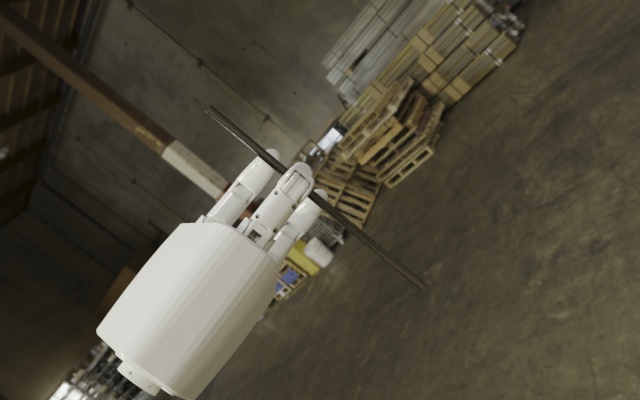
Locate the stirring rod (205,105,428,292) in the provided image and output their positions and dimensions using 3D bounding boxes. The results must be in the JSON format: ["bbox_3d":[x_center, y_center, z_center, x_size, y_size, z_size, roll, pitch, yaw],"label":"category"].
[{"bbox_3d":[0.000,0.001,0.406,0.239,0.011,0.011,40,-7,-8],"label":"stirring rod"}]
